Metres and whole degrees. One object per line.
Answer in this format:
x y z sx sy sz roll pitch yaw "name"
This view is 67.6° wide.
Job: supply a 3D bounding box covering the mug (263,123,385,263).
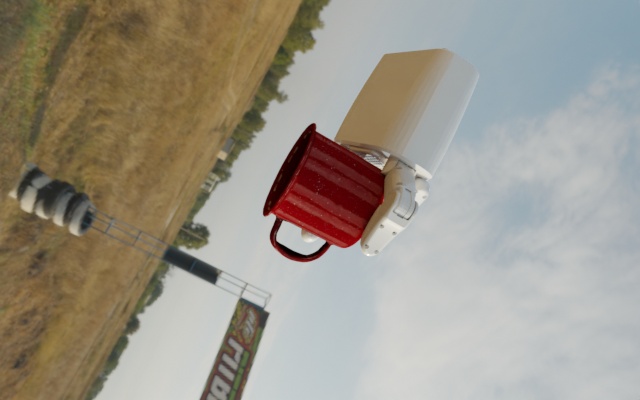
0.000 0.003 0.428 0.081 0.117 0.093 28 -2 -13 "mug"
